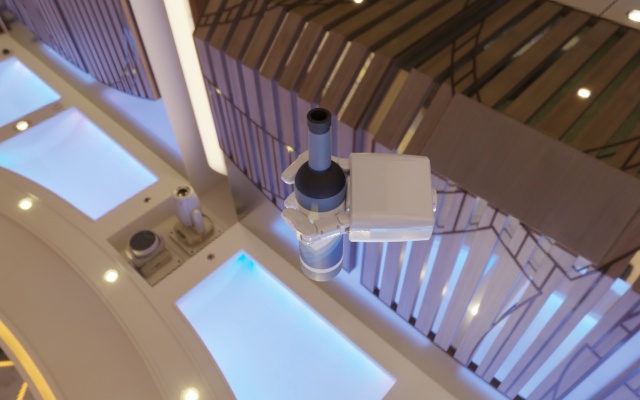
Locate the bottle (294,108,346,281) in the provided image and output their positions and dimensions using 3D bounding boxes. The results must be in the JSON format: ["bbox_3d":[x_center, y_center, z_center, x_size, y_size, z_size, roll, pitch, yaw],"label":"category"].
[{"bbox_3d":[0.000,0.002,0.637,0.069,0.069,0.296,0,-41,1],"label":"bottle"}]
